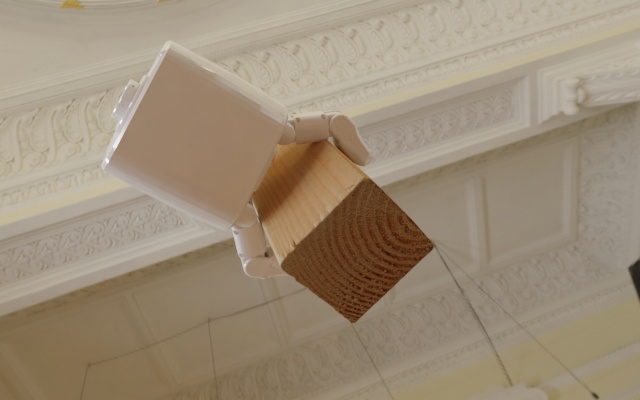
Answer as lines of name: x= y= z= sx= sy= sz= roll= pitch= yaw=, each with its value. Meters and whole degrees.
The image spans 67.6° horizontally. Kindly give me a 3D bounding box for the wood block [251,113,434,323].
wood block: x=0.000 y=0.001 z=0.437 sx=0.090 sy=0.091 sz=0.206 roll=43 pitch=5 yaw=-28
